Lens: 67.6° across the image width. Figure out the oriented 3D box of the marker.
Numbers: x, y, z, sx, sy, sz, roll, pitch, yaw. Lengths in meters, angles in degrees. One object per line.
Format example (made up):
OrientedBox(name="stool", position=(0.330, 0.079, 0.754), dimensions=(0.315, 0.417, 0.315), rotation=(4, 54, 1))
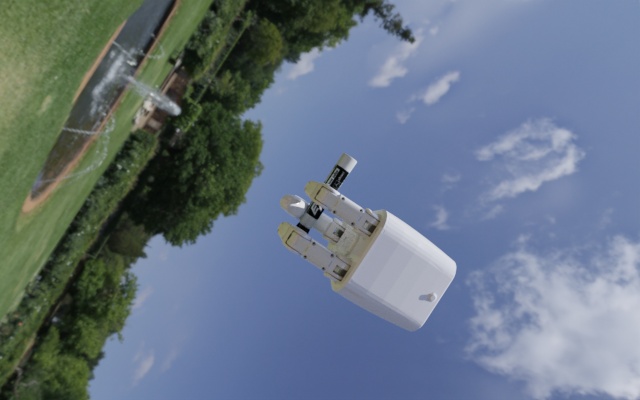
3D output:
OrientedBox(name="marker", position=(0.000, 0.002, 0.536), dimensions=(0.020, 0.121, 0.020), rotation=(34, 1, -1))
